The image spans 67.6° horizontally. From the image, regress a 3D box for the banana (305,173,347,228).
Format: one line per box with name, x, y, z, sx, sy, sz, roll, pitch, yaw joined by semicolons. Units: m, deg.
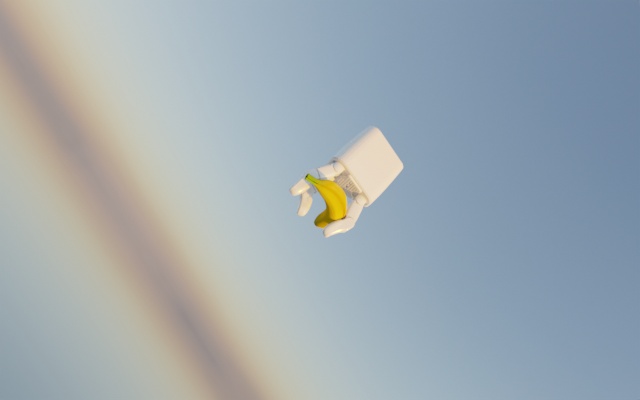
banana;0.016;0.010;0.862;0.069;0.037;0.198;28;-23;17
